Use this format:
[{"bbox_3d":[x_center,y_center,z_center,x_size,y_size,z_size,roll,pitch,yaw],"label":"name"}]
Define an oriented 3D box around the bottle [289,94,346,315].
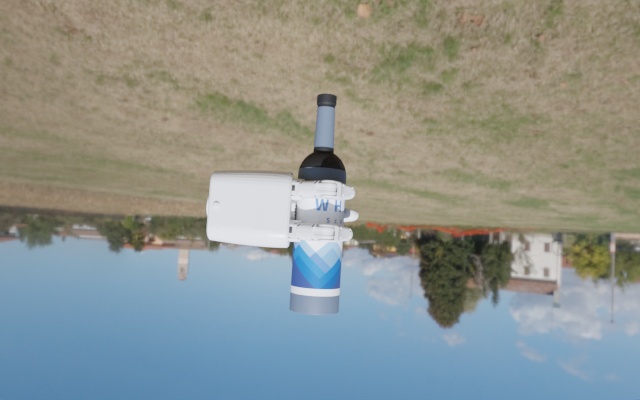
[{"bbox_3d":[0.000,0.002,0.652,0.069,0.295,0.069,3,-3,0],"label":"bottle"}]
